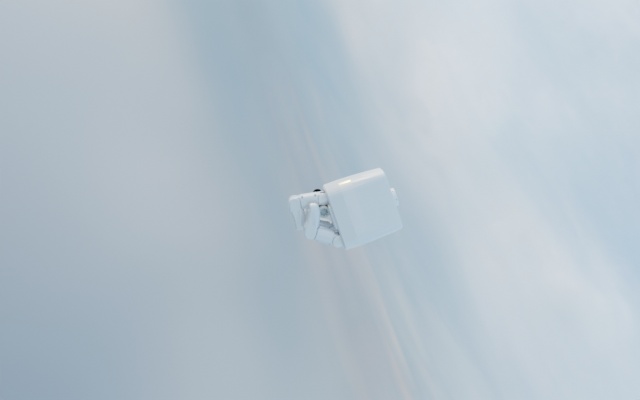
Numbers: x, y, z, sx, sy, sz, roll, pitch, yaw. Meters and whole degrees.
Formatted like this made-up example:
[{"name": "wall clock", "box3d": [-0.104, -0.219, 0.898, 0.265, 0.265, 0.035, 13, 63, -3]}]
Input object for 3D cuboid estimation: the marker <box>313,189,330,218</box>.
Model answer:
[{"name": "marker", "box3d": [0.000, 0.003, 0.857, 0.020, 0.020, 0.121, 0, 17, -6]}]
